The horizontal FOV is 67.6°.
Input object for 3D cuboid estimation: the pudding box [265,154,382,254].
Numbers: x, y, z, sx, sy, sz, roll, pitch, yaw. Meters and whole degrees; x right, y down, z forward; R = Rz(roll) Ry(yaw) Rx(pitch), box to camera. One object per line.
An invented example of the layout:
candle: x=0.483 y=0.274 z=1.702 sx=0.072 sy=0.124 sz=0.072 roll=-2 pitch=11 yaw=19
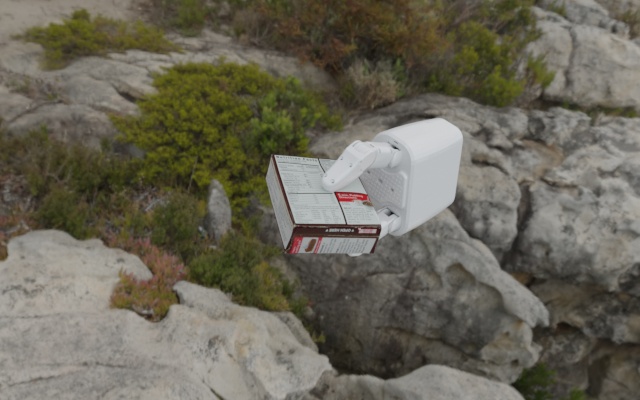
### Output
pudding box: x=0.000 y=0.001 z=0.470 sx=0.090 sy=0.039 sz=0.113 roll=1 pitch=38 yaw=-19
